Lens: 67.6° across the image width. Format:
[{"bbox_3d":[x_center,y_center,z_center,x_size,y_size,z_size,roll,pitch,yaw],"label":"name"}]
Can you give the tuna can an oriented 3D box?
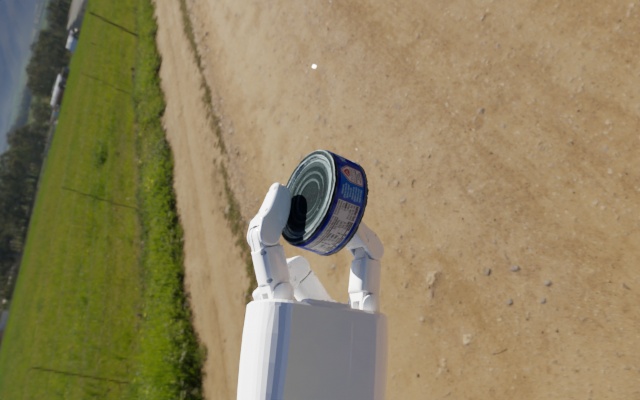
[{"bbox_3d":[0.000,0.001,0.403,0.034,0.086,0.086,21,-11,-30],"label":"tuna can"}]
